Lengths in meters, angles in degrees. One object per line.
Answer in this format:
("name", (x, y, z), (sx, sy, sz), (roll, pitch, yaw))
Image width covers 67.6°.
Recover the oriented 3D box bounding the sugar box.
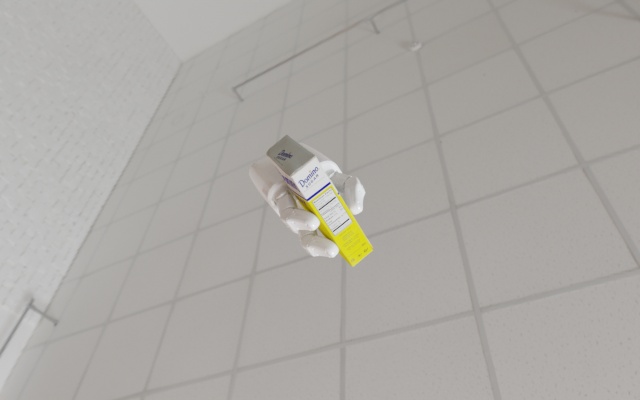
("sugar box", (0.000, 0.002, 0.636), (0.048, 0.176, 0.093), (-40, 35, -5))
